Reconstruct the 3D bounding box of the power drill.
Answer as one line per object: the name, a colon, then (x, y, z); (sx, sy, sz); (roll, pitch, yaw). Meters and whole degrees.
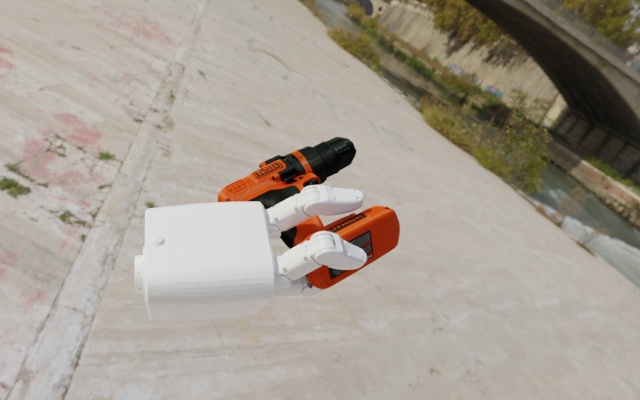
power drill: (0.000, 0.002, 0.525); (0.184, 0.057, 0.187); (-29, 38, -19)
